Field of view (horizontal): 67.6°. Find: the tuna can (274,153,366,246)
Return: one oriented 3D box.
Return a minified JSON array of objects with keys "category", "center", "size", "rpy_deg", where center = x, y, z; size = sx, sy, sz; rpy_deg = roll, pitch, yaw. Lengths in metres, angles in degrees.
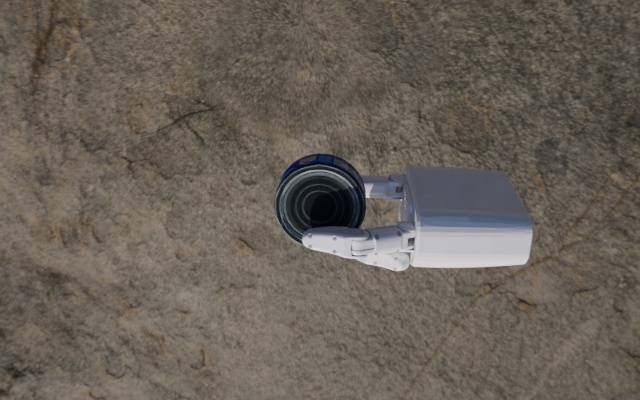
[{"category":"tuna can","center":[0.000,0.002,0.447],"size":[0.086,0.086,0.033],"rpy_deg":[0,21,4]}]
